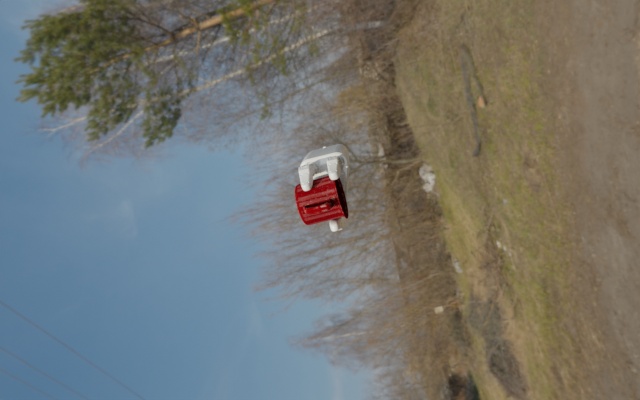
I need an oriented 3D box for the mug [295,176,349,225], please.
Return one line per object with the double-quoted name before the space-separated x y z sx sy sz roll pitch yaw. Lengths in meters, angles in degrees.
"mug" 0.000 0.003 0.893 0.081 0.093 0.117 -15 15 11
